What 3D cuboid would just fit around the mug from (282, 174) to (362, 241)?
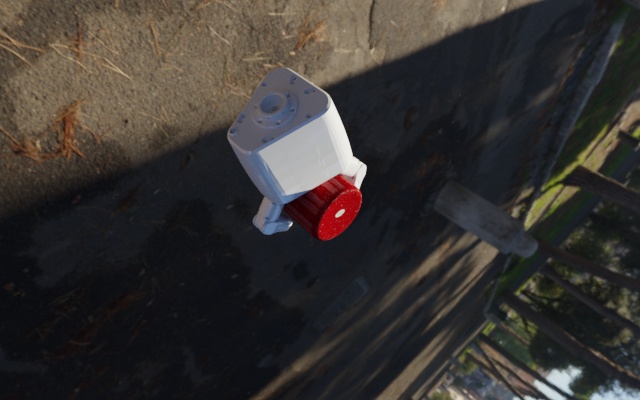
[{"bbox_3d":[0.001,0.003,0.614,0.081,0.093,0.117,40,-11,30],"label":"mug"}]
